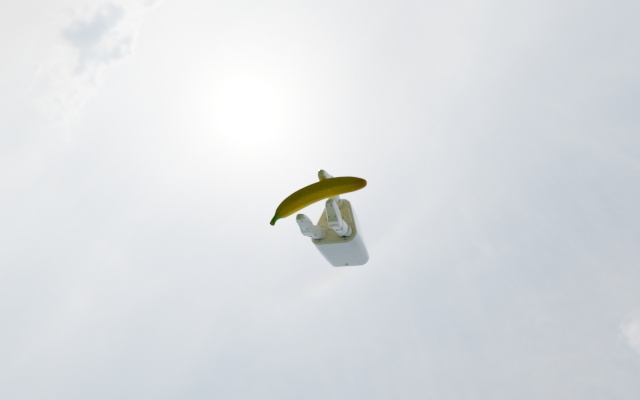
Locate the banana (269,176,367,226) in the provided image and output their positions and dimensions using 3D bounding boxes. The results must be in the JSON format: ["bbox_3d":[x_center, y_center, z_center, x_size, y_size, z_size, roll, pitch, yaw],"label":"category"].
[{"bbox_3d":[-0.007,-0.007,0.914,0.198,0.037,0.069,-25,40,5],"label":"banana"}]
